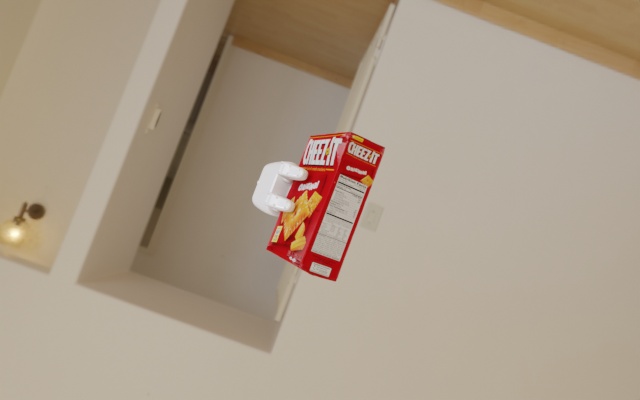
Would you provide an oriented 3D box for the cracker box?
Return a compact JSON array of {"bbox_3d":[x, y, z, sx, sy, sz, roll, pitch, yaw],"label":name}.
[{"bbox_3d":[0.000,0.003,0.758,0.072,0.213,0.164,22,-4,-24],"label":"cracker box"}]
